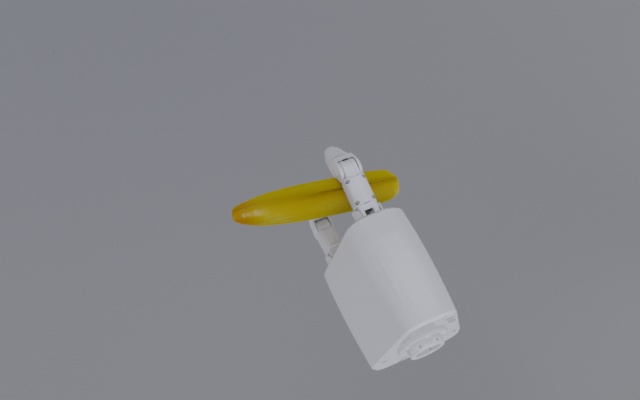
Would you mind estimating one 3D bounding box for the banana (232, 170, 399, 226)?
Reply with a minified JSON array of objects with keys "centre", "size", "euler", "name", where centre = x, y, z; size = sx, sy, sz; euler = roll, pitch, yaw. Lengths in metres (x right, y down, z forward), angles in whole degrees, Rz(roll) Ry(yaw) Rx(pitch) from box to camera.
[{"centre":[0.012,-0.003,0.482],"size":[0.198,0.037,0.069],"euler":[-12,-5,-31],"name":"banana"}]
